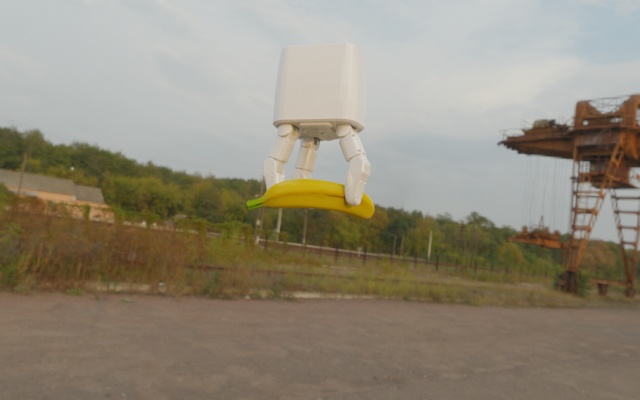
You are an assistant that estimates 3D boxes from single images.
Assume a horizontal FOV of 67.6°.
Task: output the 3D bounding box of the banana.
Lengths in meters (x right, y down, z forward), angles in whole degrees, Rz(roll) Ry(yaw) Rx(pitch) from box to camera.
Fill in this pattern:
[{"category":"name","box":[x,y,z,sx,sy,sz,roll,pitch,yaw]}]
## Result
[{"category":"banana","box":[0.008,-0.002,0.613,0.198,0.037,0.069,7,-14,-35]}]
